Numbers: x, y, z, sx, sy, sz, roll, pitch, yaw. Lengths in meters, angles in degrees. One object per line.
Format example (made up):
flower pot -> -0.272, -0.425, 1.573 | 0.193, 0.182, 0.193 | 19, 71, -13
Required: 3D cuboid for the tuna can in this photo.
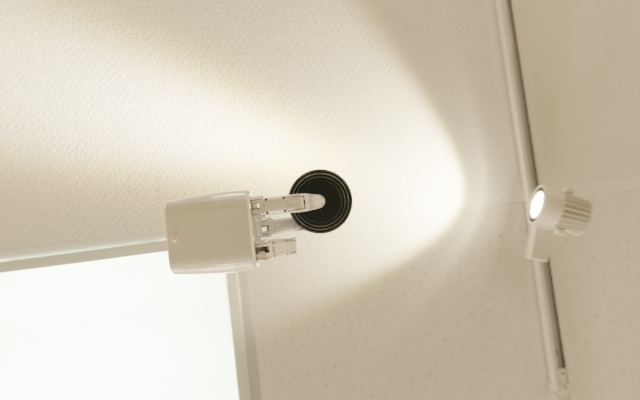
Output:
tuna can -> 0.000, 0.002, 0.645 | 0.086, 0.086, 0.034 | 0, -4, 3
